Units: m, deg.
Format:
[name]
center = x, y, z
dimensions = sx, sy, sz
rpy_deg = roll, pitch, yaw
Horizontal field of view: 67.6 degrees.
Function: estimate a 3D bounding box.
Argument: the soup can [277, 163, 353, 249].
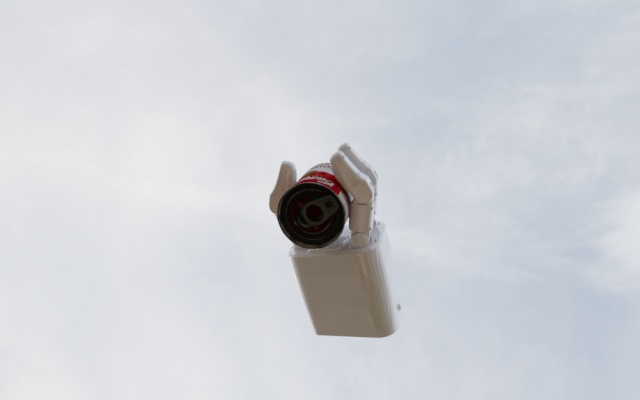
[soup can]
center = 0.000, 0.001, 0.508
dimensions = 0.068, 0.068, 0.102
rpy_deg = 0, 16, 11
